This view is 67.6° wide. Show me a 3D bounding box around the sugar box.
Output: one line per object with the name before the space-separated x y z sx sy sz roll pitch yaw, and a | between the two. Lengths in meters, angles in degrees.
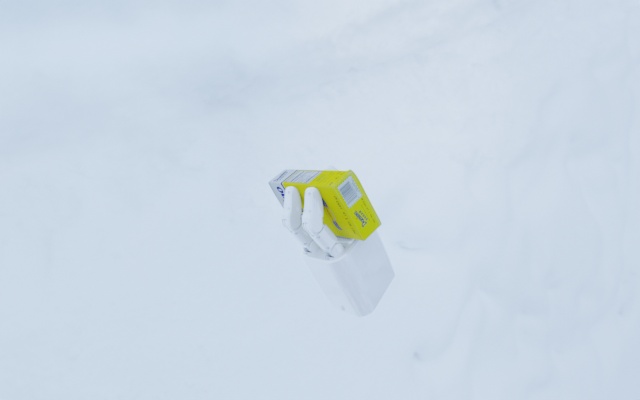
sugar box | 0.000 0.003 0.695 0.048 0.093 0.176 -42 24 -28
